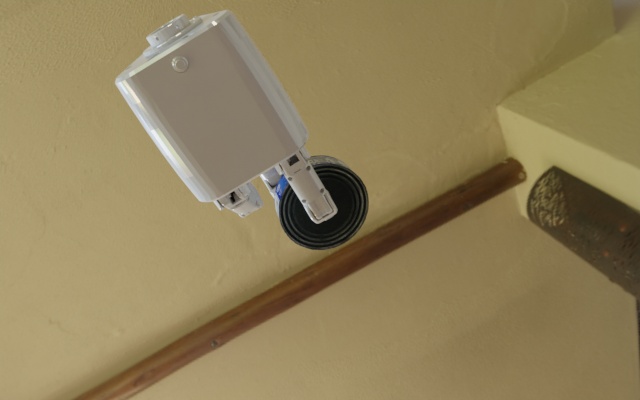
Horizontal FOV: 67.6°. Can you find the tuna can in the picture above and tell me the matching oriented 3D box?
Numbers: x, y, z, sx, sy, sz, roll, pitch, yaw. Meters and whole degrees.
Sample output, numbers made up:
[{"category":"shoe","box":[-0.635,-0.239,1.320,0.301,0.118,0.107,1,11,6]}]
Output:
[{"category":"tuna can","box":[0.000,0.001,0.452,0.086,0.086,0.033,0,22,-15]}]
